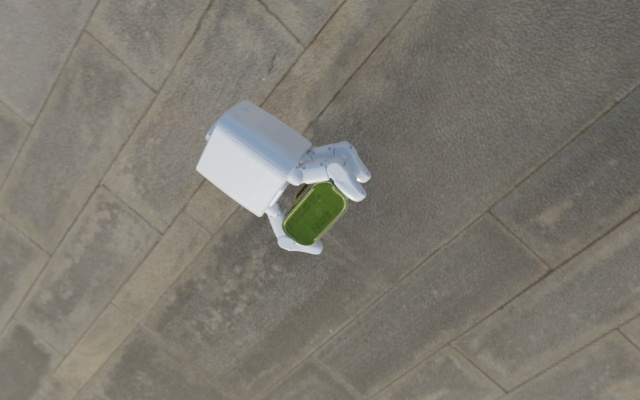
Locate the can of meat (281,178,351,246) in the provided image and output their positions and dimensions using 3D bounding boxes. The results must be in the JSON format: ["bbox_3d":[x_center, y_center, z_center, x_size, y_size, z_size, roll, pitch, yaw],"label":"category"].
[{"bbox_3d":[0.000,0.002,0.625,0.057,0.102,0.084,39,26,-6],"label":"can of meat"}]
